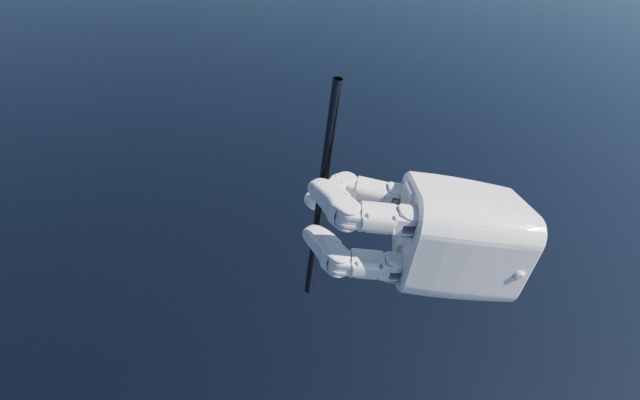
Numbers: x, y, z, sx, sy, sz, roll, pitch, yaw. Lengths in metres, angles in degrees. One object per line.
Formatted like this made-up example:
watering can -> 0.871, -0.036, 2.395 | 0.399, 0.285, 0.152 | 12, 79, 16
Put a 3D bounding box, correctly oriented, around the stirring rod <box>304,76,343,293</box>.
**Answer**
stirring rod -> 0.000, 0.001, 0.439 | 0.011, 0.240, 0.011 | 5, 37, -4
